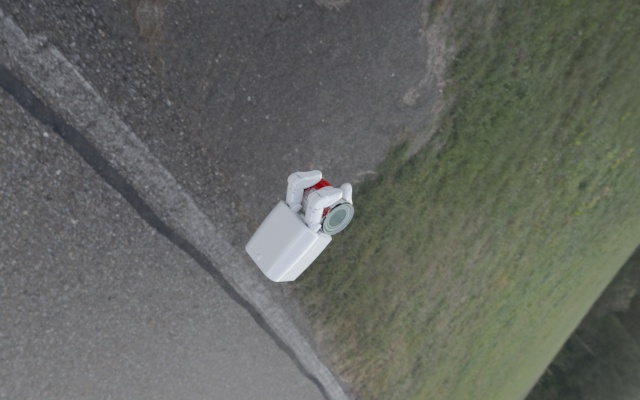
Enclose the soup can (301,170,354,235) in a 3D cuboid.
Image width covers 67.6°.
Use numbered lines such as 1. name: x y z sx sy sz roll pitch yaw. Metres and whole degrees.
1. soup can: 0.001 0.002 0.815 0.068 0.068 0.102 0 35 -45
